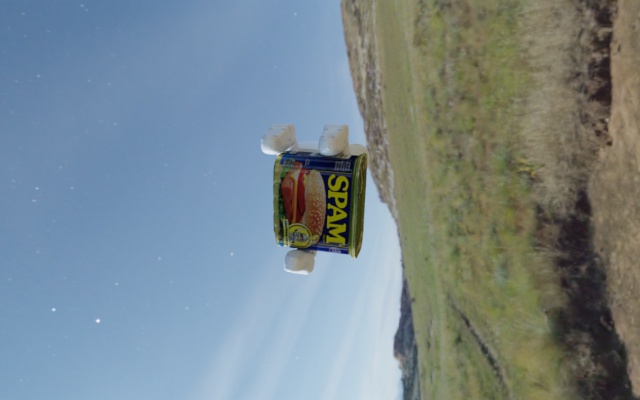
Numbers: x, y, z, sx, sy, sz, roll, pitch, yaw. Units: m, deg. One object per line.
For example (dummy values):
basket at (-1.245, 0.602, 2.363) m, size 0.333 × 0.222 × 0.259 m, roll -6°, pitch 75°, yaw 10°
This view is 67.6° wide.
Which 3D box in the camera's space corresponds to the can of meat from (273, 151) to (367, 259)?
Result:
can of meat at (0.000, 0.002, 0.477) m, size 0.084 × 0.102 × 0.057 m, roll 5°, pitch 17°, yaw 12°
